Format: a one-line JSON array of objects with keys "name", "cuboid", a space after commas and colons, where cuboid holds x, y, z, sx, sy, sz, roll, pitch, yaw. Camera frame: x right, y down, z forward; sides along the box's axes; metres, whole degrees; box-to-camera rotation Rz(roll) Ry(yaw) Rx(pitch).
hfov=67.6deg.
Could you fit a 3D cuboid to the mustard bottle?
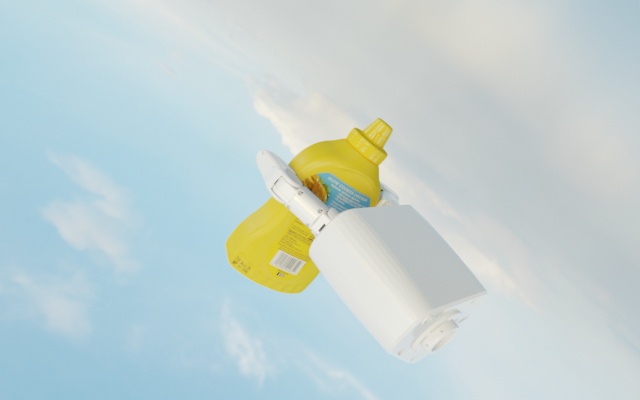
[{"name": "mustard bottle", "cuboid": [0.000, 0.001, 0.455, 0.096, 0.192, 0.058, 30, 19, -31]}]
